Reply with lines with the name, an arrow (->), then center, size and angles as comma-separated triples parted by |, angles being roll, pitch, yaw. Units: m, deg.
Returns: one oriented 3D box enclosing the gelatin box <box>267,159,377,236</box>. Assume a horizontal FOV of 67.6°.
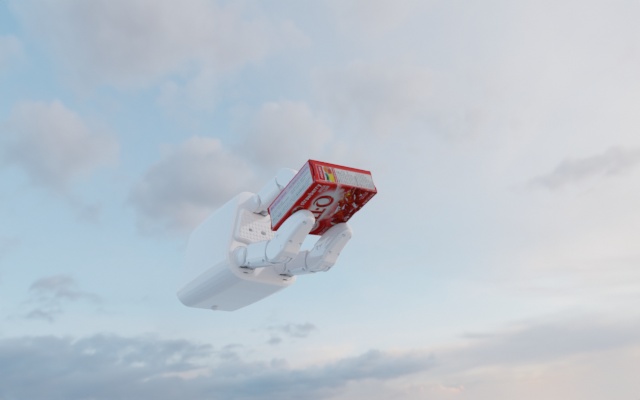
gelatin box -> 0.000, 0.001, 0.469 | 0.073, 0.030, 0.089 | 9, -39, -33
